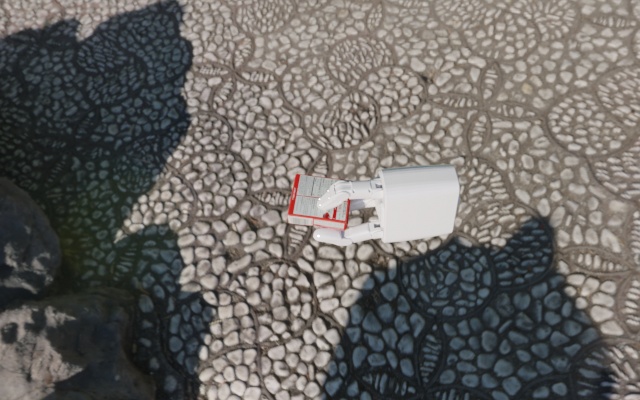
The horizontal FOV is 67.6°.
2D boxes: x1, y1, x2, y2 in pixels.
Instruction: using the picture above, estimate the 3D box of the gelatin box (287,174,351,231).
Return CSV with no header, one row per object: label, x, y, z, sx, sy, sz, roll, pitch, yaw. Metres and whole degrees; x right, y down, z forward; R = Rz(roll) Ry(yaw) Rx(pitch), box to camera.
gelatin box,0.000,0.002,0.712,0.089,0.073,0.030,8,-29,2
